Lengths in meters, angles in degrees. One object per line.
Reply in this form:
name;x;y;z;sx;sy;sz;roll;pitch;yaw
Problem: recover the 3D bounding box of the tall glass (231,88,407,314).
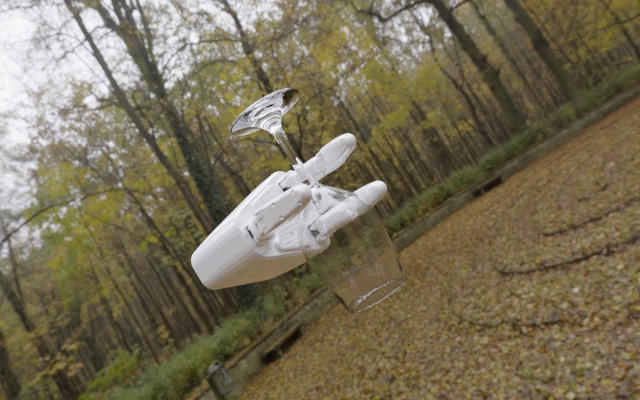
tall glass;0.000;0.001;0.439;0.079;0.201;0.079;-32;-5;-3
